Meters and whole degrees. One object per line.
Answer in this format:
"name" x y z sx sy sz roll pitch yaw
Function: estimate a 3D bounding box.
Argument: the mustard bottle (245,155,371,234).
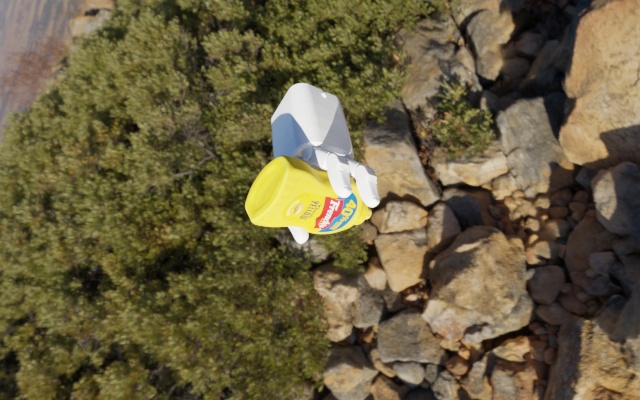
"mustard bottle" 0.000 0.002 0.649 0.192 0.096 0.058 13 33 -42
